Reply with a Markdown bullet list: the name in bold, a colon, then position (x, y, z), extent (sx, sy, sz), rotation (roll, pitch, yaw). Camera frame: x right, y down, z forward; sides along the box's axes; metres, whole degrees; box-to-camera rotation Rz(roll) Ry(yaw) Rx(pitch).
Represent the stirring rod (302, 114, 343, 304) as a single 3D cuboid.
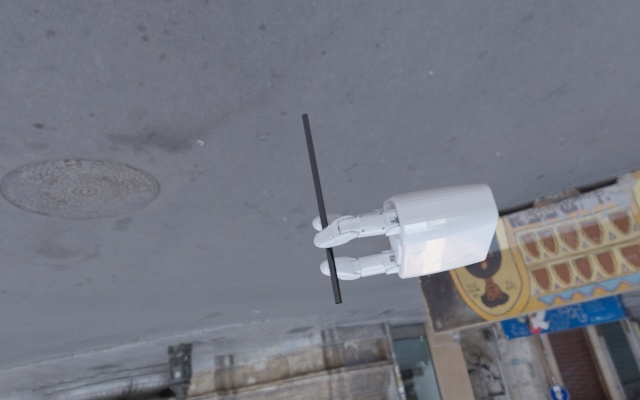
- **stirring rod**: position (0.000, 0.002, 0.564), extent (0.011, 0.239, 0.011), rotation (-9, -21, -4)
